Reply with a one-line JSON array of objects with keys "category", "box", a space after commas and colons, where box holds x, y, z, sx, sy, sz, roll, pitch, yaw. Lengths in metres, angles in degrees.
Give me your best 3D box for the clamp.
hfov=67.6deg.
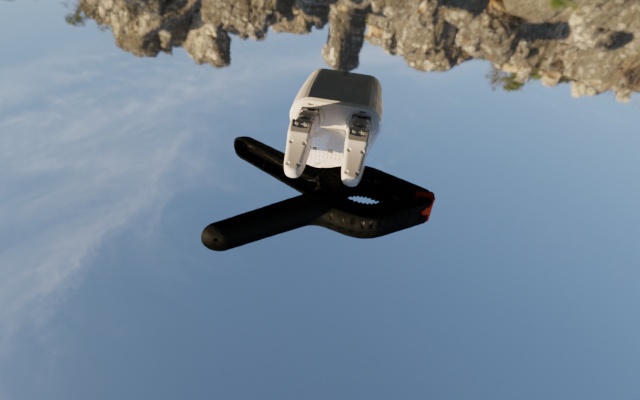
[{"category": "clamp", "box": [0.001, 0.002, 0.444, 0.210, 0.036, 0.164, 10, 38, 3]}]
